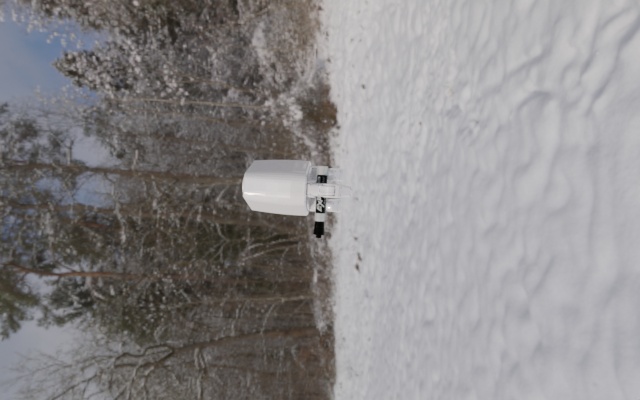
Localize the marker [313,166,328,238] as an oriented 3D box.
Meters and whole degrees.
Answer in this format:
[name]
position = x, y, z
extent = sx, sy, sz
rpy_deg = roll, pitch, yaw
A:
[marker]
position = 0.000, 0.003, 0.800
extent = 0.020, 0.121, 0.020
rpy_deg = 3, 2, 0
